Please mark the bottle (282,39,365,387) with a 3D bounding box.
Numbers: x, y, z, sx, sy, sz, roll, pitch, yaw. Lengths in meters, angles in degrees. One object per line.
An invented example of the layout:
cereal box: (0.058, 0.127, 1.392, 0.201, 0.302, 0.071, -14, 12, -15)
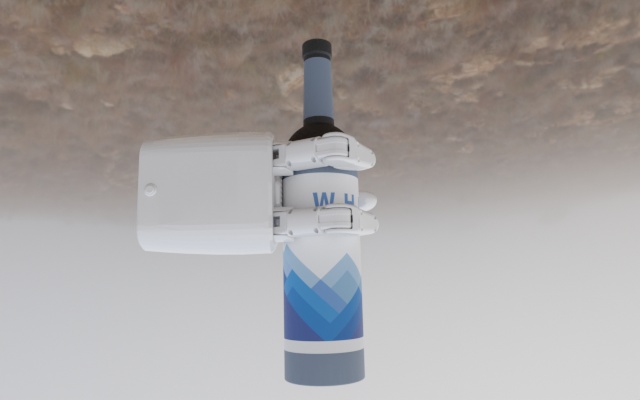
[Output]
bottle: (0.000, 0.002, 0.417, 0.069, 0.295, 0.069, -1, -10, 0)
